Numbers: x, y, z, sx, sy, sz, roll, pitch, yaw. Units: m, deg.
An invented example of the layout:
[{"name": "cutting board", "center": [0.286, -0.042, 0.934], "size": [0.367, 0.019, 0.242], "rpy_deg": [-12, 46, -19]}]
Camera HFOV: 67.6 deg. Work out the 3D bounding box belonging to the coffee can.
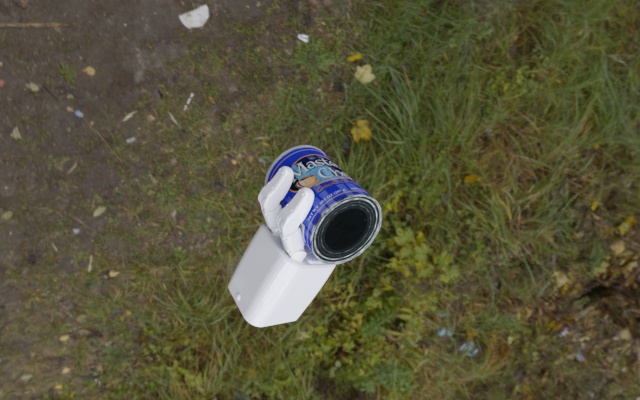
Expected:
[{"name": "coffee can", "center": [0.000, 0.002, 0.634], "size": [0.103, 0.103, 0.140], "rpy_deg": [0, 30, -34]}]
